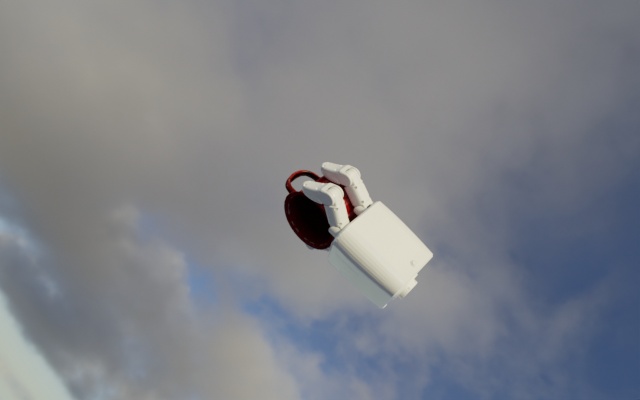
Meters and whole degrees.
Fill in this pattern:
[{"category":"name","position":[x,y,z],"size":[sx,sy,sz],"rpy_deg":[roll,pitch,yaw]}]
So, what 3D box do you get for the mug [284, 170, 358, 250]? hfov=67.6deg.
[{"category":"mug","position":[-0.001,0.001,0.692],"size":[0.081,0.117,0.093],"rpy_deg":[-35,-16,-36]}]
